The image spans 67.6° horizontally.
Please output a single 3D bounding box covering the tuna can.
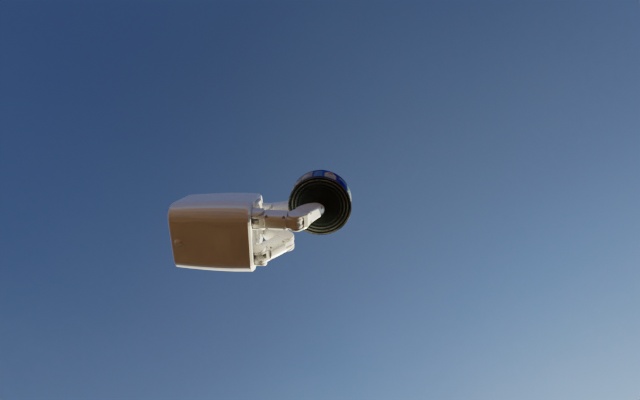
[{"bbox_3d":[0.000,0.002,0.657,0.086,0.086,0.033,0,23,5],"label":"tuna can"}]
